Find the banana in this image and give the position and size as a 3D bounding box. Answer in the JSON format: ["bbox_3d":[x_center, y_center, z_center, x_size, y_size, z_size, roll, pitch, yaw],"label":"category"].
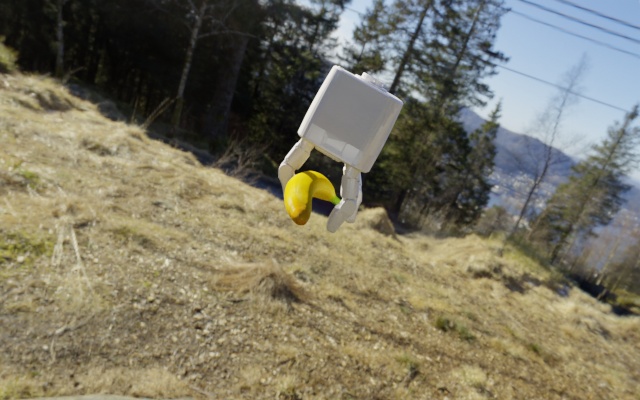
[{"bbox_3d":[-0.013,-0.010,0.654,0.069,0.037,0.198,39,17,10],"label":"banana"}]
